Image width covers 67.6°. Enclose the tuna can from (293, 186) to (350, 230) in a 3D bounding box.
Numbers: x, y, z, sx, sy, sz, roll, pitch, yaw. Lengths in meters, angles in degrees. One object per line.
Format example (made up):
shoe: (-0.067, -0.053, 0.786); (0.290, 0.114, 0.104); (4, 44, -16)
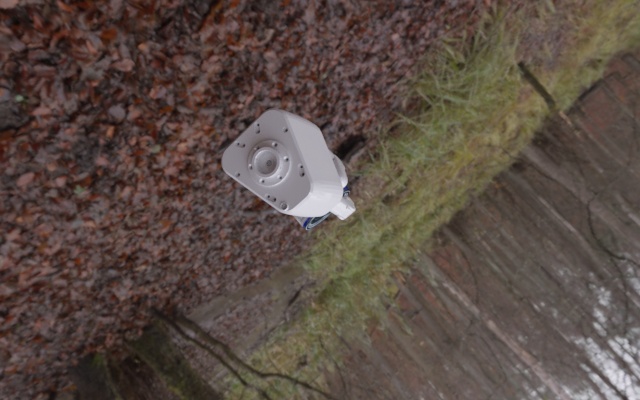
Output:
tuna can: (0.001, 0.003, 0.674); (0.086, 0.033, 0.086); (-40, -11, -9)
